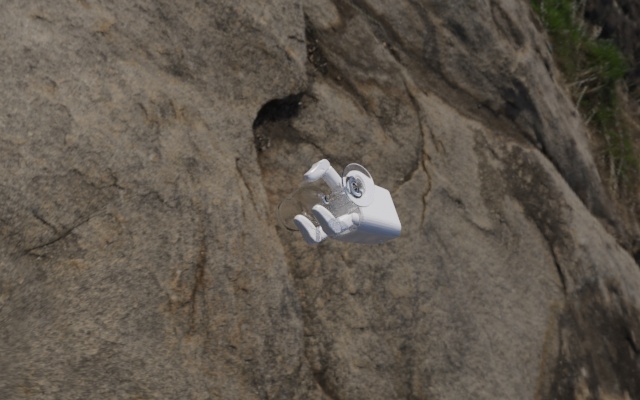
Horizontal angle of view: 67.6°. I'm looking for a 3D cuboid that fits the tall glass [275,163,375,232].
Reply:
[{"bbox_3d":[0.000,0.002,0.844,0.079,0.079,0.201,0,-16,-41],"label":"tall glass"}]
